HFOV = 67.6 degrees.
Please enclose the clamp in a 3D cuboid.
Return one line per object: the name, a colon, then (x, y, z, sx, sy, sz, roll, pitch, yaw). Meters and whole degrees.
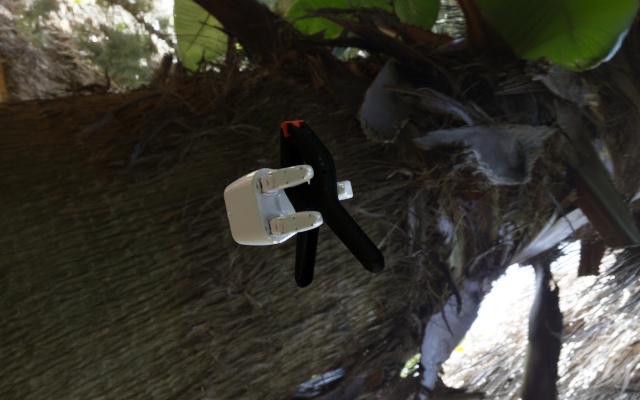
clamp: (0.000, 0.001, 0.572, 0.036, 0.210, 0.164, -12, -1, -37)
